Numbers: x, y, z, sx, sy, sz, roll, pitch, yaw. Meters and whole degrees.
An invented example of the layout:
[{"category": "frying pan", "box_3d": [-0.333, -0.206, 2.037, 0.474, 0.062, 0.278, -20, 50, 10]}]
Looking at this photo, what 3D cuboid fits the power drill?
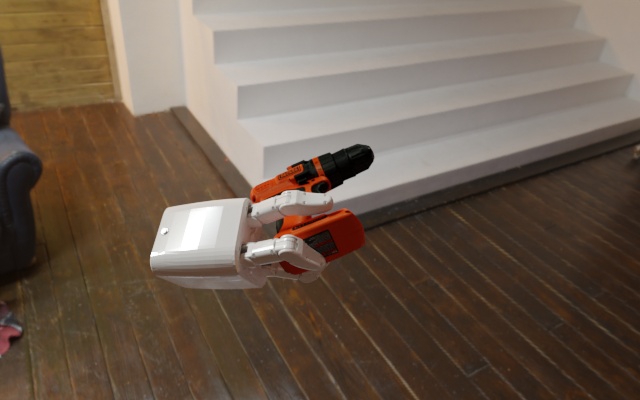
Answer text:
[{"category": "power drill", "box_3d": [0.000, 0.002, 0.616, 0.184, 0.057, 0.187, -25, 29, 4]}]
